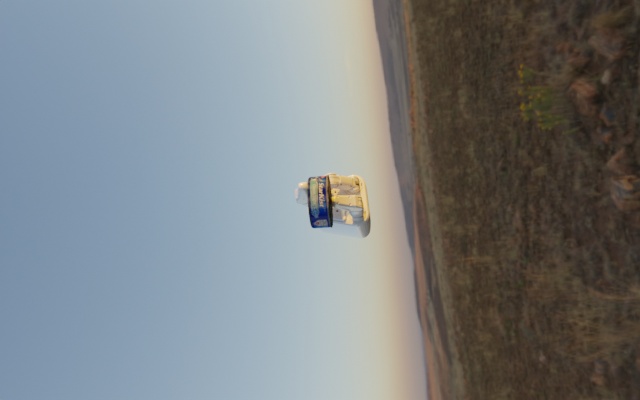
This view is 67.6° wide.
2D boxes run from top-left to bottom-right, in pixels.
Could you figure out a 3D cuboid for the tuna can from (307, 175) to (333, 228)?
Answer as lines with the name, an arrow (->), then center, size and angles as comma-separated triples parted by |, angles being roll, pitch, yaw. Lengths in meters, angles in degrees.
tuna can -> 0.000, 0.003, 0.777 | 0.034, 0.086, 0.086 | -4, 0, 5
